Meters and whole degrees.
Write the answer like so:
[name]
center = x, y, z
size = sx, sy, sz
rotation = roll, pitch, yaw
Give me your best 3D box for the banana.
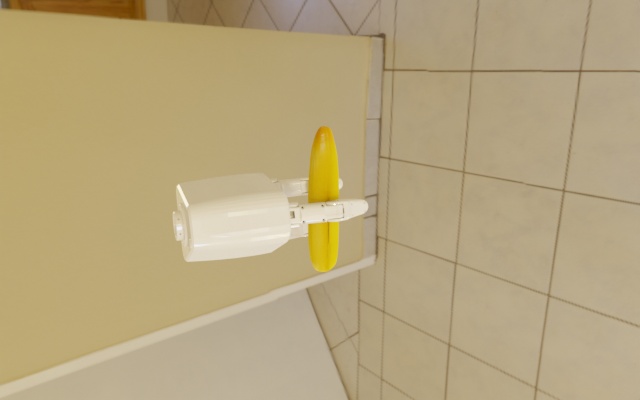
[banana]
center = 0.002, 0.013, 0.577
size = 0.037, 0.198, 0.069
rotation = -3, 27, -6
